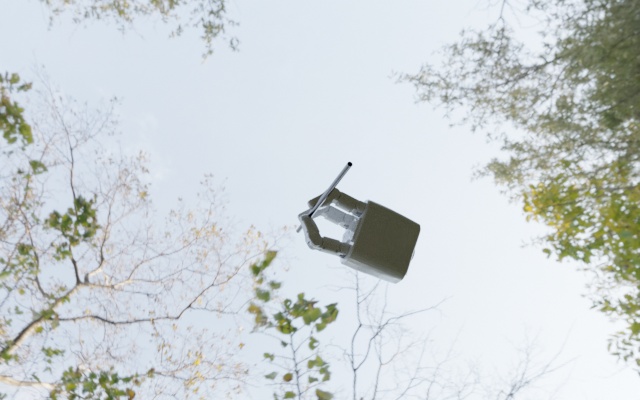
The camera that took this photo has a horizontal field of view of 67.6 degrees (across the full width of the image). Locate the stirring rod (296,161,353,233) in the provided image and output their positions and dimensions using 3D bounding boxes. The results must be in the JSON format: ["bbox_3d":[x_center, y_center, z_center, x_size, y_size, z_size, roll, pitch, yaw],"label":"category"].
[{"bbox_3d":[0.000,0.002,0.748,0.011,0.011,0.240,0,-26,-22],"label":"stirring rod"}]
